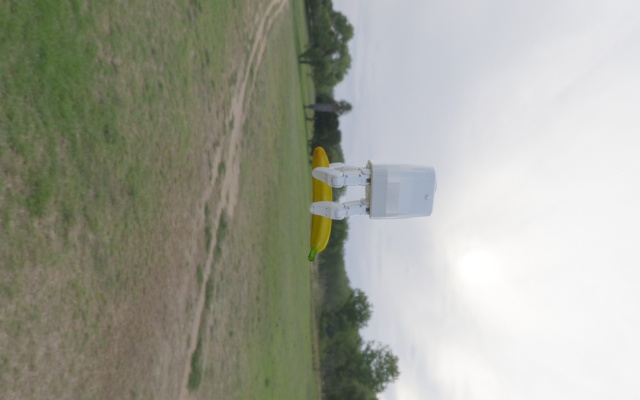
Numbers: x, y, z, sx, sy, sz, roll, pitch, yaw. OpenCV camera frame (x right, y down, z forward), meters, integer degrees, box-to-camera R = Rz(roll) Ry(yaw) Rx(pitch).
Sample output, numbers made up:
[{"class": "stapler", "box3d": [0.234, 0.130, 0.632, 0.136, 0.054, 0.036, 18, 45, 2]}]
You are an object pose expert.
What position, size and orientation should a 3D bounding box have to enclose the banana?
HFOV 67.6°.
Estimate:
[{"class": "banana", "box3d": [0.001, 0.005, 0.849, 0.037, 0.198, 0.069, 2, 3, 5]}]
